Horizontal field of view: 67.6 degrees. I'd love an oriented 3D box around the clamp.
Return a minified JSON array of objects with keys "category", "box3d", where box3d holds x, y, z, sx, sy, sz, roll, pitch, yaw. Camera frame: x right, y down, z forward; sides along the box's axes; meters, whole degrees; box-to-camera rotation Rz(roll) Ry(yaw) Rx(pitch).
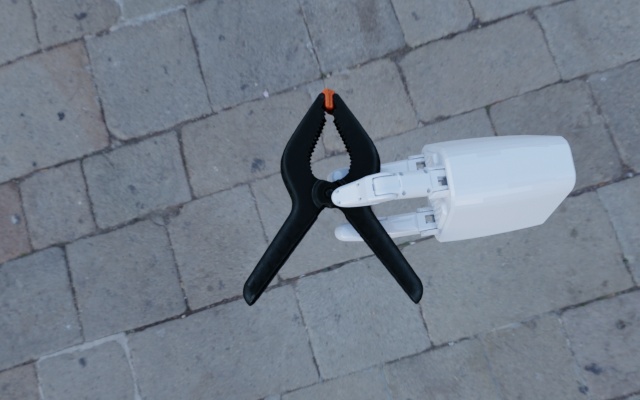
[{"category":"clamp","box3d":[0.000,0.001,0.449,0.164,0.210,0.036,-8,-7,0]}]
